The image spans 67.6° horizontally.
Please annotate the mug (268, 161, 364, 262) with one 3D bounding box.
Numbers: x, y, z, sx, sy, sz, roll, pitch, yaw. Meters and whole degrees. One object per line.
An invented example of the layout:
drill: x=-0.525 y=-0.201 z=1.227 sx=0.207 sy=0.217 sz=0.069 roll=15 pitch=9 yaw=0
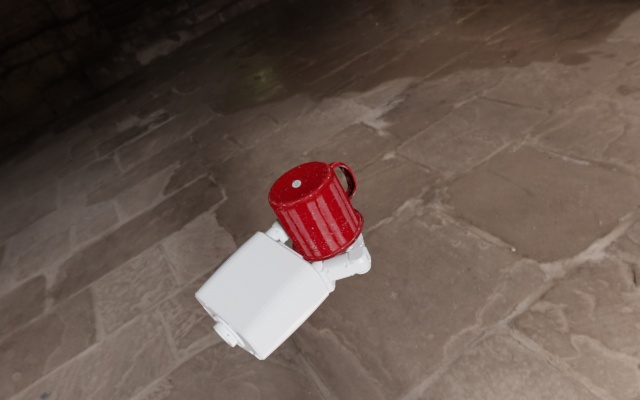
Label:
mug: x=0.001 y=0.001 z=0.554 sx=0.117 sy=0.081 sz=0.093 roll=-45 pitch=35 yaw=-24
